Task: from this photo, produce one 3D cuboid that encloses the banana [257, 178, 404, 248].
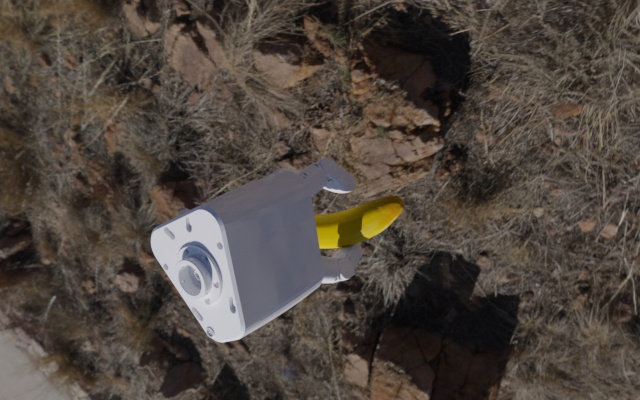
[{"bbox_3d":[-0.003,0.020,0.523,0.198,0.070,0.037,8,15,34],"label":"banana"}]
